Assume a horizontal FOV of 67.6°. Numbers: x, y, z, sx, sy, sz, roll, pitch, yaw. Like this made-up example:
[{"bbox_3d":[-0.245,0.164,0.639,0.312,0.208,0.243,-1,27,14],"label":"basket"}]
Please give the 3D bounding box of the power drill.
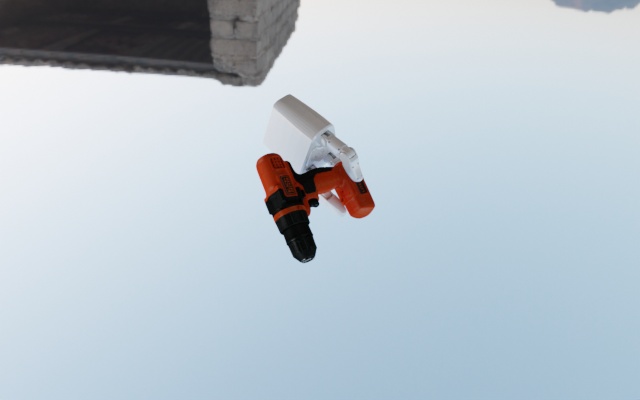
[{"bbox_3d":[0.000,0.002,0.778,0.187,0.184,0.057,-7,-22,-41],"label":"power drill"}]
